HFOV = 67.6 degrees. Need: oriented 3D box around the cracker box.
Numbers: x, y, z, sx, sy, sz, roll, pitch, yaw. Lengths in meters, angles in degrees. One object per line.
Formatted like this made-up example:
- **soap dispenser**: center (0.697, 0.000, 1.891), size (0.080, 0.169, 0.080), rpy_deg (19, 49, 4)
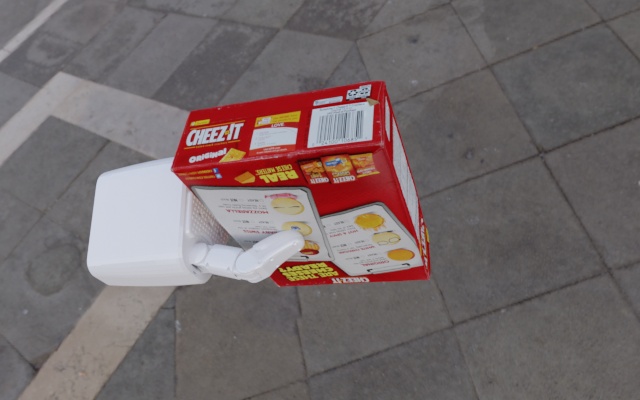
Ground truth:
- **cracker box**: center (0.000, 0.001, 0.425), size (0.164, 0.072, 0.214), rpy_deg (-6, -34, 19)
